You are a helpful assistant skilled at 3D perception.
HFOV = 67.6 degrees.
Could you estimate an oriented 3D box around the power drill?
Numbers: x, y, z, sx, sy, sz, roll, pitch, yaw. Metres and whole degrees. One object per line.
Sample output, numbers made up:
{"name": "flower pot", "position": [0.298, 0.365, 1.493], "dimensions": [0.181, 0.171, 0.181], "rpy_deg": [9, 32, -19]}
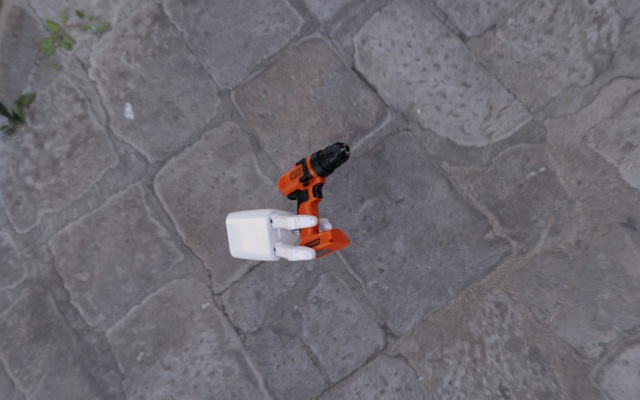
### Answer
{"name": "power drill", "position": [0.000, 0.003, 0.890], "dimensions": [0.057, 0.187, 0.184], "rpy_deg": [8, -27, -41]}
